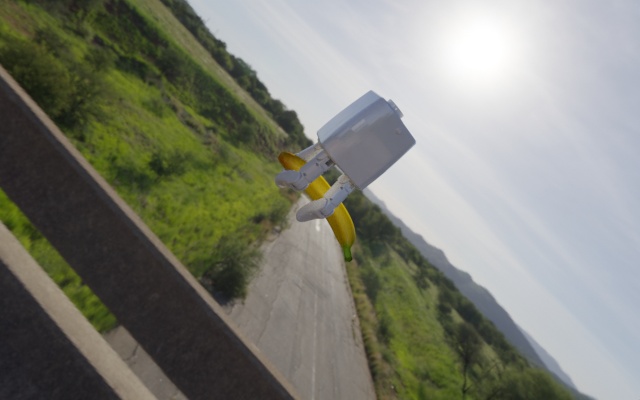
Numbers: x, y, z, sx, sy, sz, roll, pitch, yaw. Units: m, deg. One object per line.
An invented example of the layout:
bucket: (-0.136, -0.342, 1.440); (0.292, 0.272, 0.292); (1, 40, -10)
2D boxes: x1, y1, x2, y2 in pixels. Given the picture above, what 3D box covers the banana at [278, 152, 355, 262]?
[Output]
banana: (0.004, -0.001, 0.739); (0.037, 0.198, 0.069); (-31, 14, 15)
